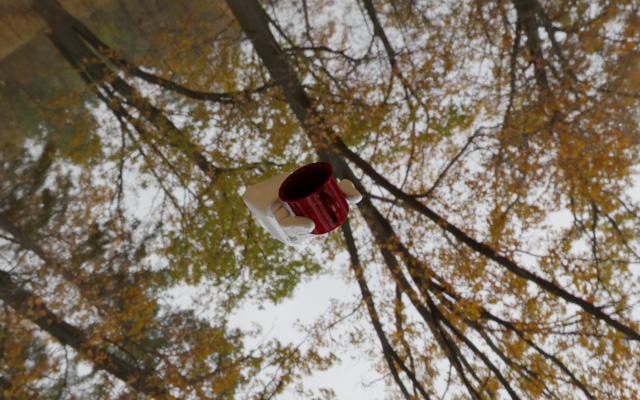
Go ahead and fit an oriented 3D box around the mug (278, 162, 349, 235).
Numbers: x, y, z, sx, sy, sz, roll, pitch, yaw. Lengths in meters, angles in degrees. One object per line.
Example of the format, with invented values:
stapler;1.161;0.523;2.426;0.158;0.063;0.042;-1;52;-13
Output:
mug;0.001;0.003;0.738;0.093;0.081;0.117;-42;33;-16
